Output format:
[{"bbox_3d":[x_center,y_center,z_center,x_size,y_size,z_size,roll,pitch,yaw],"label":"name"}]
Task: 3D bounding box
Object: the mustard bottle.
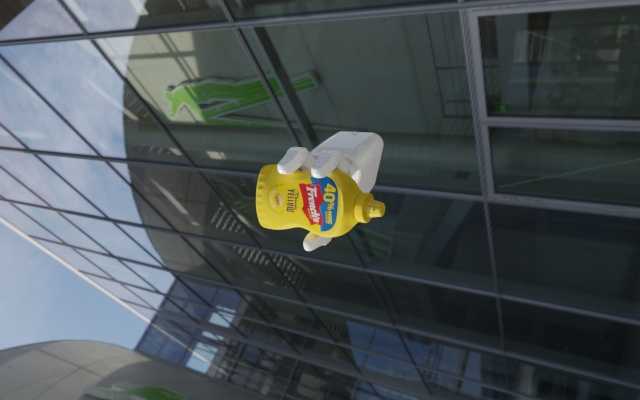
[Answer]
[{"bbox_3d":[0.000,0.002,0.682,0.191,0.096,0.058,7,7,28],"label":"mustard bottle"}]
